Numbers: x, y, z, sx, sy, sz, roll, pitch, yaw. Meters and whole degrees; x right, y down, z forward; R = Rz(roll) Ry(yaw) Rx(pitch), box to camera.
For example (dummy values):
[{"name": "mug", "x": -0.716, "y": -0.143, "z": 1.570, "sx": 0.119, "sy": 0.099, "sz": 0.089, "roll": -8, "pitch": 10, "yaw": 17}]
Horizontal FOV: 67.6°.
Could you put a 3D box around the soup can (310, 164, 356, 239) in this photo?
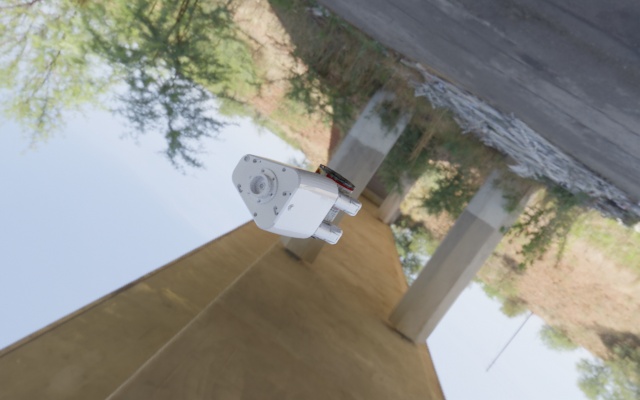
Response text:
[{"name": "soup can", "x": 0.000, "y": 0.003, "z": 0.761, "sx": 0.068, "sy": 0.102, "sz": 0.068, "roll": 33, "pitch": 9, "yaw": -6}]
